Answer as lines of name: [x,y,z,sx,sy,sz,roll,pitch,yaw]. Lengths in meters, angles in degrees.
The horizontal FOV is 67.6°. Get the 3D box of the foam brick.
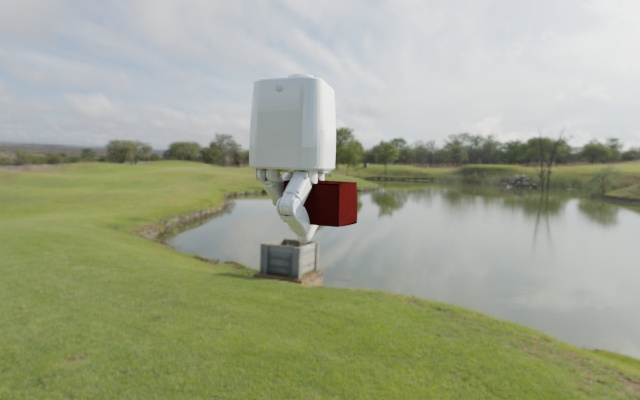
foam brick: [0.000,0.002,0.581,0.078,0.051,0.053,4,5,27]
